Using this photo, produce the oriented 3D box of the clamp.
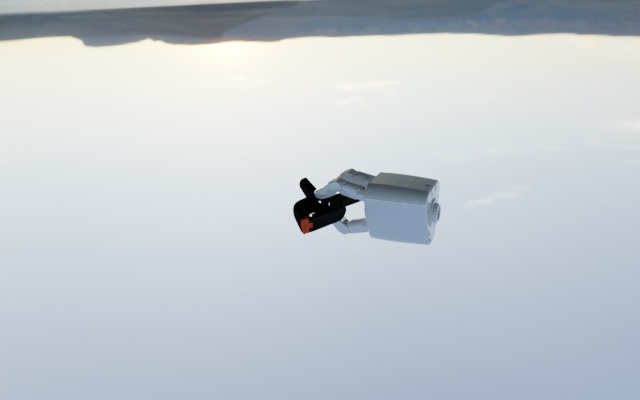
[{"bbox_3d":[0.000,0.004,0.873,0.164,0.036,0.210,7,24,25],"label":"clamp"}]
